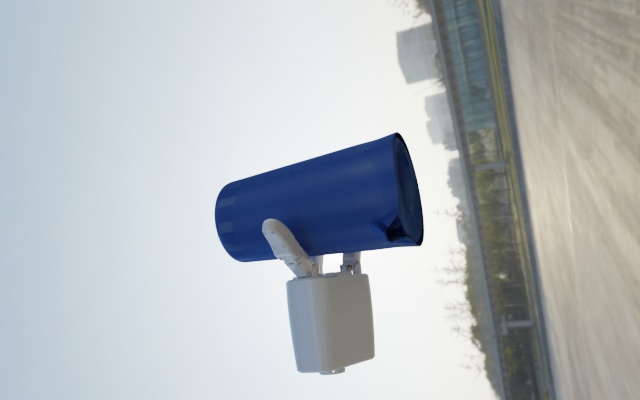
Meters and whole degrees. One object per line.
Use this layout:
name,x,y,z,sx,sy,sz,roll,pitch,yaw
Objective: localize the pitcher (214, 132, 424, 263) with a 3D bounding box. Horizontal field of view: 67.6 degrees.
pitcher,0.000,0.002,0.593,0.243,0.145,0.149,-11,-12,21
